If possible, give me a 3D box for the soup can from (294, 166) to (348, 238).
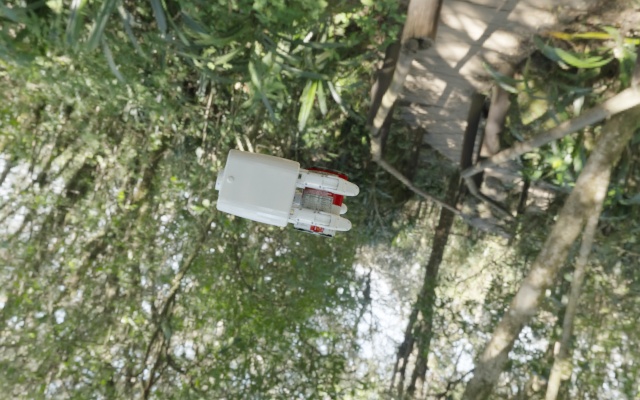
[{"bbox_3d":[0.001,0.003,0.751,0.068,0.102,0.068,12,-4,1],"label":"soup can"}]
